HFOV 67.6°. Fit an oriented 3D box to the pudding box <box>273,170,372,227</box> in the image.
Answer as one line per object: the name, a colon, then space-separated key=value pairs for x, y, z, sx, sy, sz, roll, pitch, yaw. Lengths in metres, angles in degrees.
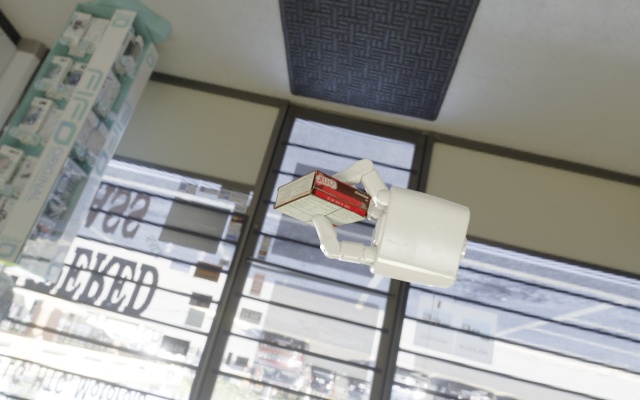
pudding box: x=0.000 y=0.002 z=0.647 sx=0.090 sy=0.039 sz=0.113 roll=25 pitch=-24 yaw=-25
